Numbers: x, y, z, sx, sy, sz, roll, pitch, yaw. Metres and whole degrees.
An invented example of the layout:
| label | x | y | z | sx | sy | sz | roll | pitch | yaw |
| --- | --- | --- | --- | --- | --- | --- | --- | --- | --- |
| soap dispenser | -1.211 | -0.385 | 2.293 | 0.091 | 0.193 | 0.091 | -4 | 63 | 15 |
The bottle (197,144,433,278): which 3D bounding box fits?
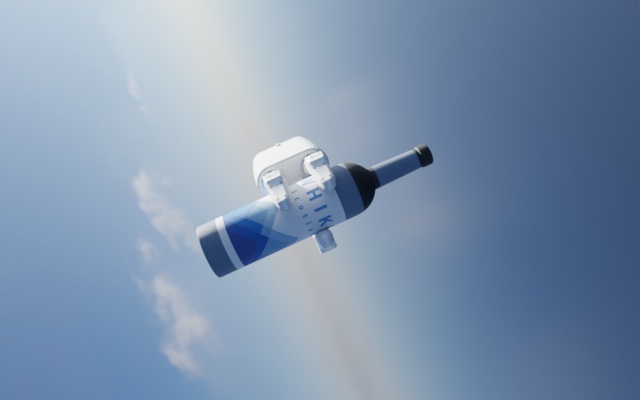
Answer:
| label | x | y | z | sx | sy | sz | roll | pitch | yaw |
| --- | --- | --- | --- | --- | --- | --- | --- | --- | --- |
| bottle | 0.000 | 0.002 | 0.582 | 0.295 | 0.069 | 0.069 | -24 | 2 | -4 |
